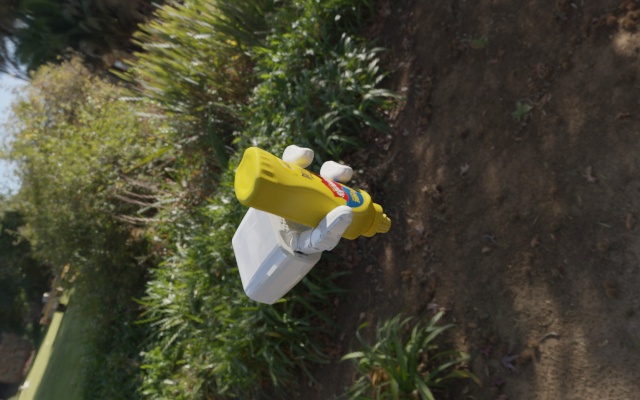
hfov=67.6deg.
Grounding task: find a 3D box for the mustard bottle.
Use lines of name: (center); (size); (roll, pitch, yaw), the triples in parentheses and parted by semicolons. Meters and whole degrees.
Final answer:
mustard bottle: (0.000, 0.001, 0.551); (0.192, 0.058, 0.096); (21, 15, -24)
